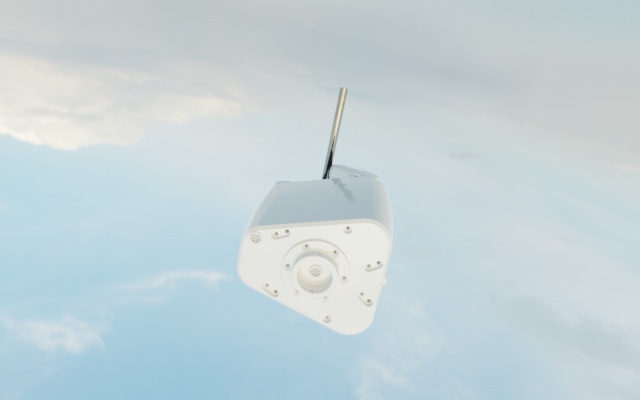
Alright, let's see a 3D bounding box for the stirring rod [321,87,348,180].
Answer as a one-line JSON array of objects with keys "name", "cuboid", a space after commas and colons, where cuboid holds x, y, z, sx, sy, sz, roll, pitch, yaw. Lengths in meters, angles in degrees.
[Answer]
[{"name": "stirring rod", "cuboid": [0.000, 0.002, 0.507, 0.011, 0.239, 0.011, 11, 18, -3]}]
